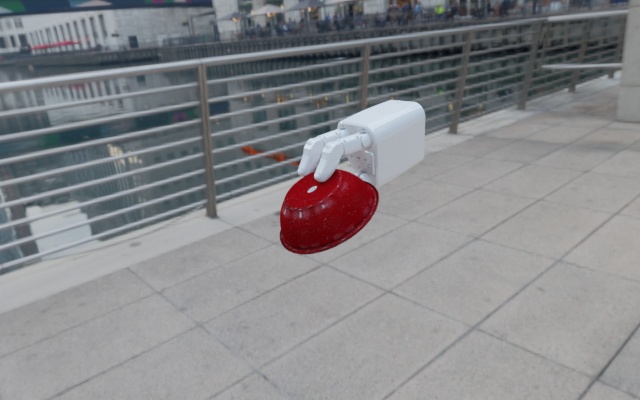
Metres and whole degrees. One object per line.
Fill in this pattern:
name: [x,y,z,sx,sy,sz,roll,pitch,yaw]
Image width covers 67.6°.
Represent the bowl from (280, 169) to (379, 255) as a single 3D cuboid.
bowl: [-0.001,0.003,0.690,0.162,0.055,0.162,-22,31,14]
